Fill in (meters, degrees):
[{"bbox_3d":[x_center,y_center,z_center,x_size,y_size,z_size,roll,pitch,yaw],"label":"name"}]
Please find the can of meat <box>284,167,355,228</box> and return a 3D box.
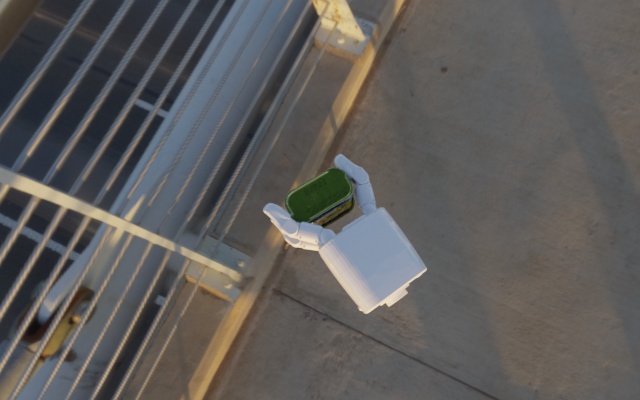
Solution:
[{"bbox_3d":[0.000,0.002,0.692,0.102,0.057,0.084,-31,-13,-4],"label":"can of meat"}]
